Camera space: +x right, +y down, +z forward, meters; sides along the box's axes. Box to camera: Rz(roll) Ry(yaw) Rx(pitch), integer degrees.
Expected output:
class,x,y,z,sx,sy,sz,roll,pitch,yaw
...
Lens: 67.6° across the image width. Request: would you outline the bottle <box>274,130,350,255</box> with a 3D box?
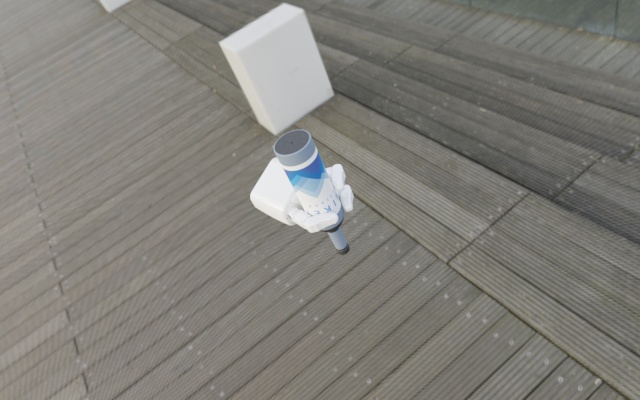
class,x,y,z,sx,sy,sz,roll,pitch,yaw
bottle,0.000,0.003,0.887,0.069,0.069,0.296,0,-42,26
